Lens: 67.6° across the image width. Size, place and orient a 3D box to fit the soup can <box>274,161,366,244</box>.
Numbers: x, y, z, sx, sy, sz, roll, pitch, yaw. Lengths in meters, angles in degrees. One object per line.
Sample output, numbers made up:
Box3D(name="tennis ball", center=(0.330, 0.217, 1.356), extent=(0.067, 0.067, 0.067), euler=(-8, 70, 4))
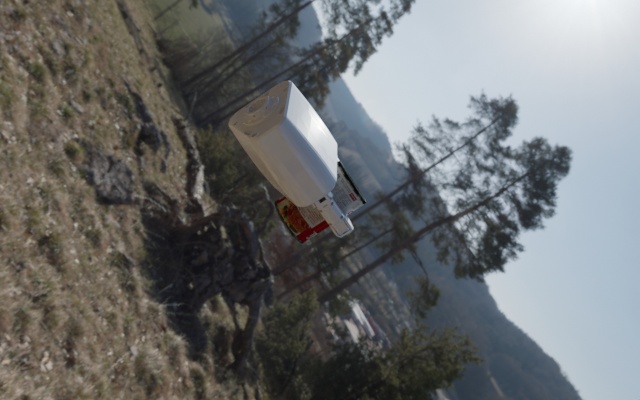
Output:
Box3D(name="soup can", center=(0.001, 0.002, 0.627), extent=(0.102, 0.068, 0.068), euler=(-33, -4, 7))
